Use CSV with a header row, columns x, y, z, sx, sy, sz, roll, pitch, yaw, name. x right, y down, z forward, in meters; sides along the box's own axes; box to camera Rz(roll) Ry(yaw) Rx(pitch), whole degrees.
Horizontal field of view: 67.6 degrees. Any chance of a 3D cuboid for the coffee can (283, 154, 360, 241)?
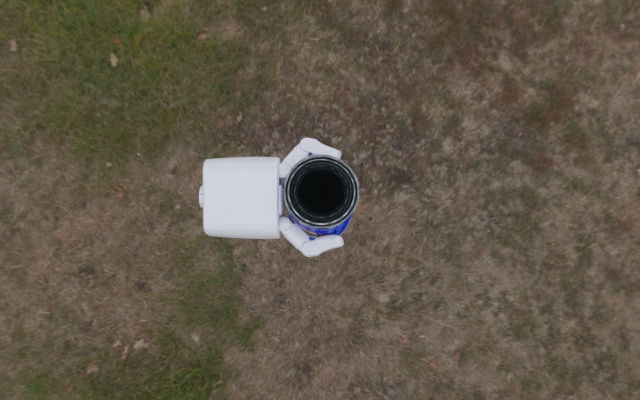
x,y,z,sx,sy,sz,roll,pitch,yaw,name
0.000,0.002,0.702,0.103,0.102,0.140,0,-12,-1,coffee can
